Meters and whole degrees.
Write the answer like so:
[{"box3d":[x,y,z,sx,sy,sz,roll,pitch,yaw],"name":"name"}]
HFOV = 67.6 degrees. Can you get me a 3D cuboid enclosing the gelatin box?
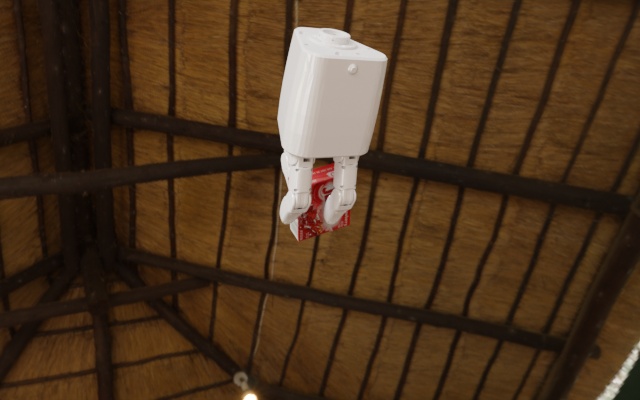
[{"box3d":[0.000,0.002,0.583,0.073,0.089,0.030,-17,45,-19],"name":"gelatin box"}]
